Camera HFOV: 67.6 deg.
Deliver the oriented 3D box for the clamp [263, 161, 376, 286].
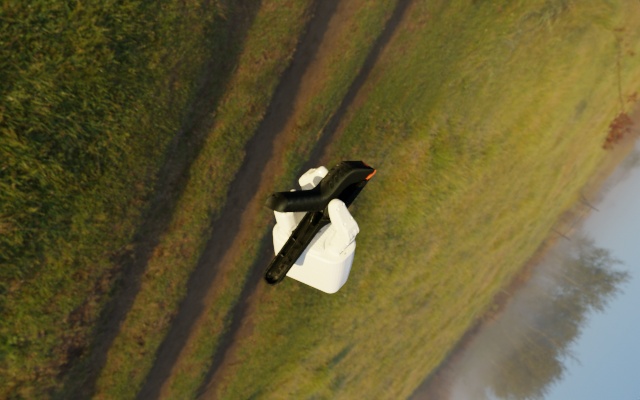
[{"bbox_3d":[0.001,0.002,0.614,0.036,0.210,0.165,36,-30,22],"label":"clamp"}]
